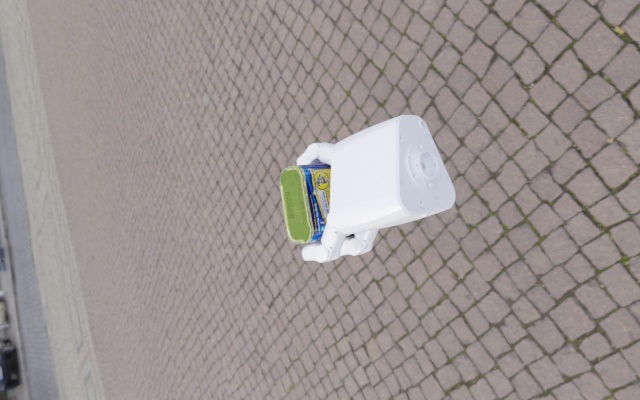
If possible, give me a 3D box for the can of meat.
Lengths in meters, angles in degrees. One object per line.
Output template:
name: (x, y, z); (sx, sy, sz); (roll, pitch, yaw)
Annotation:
can of meat: (0.000, 0.002, 0.608); (0.084, 0.102, 0.057); (-7, -5, -38)
